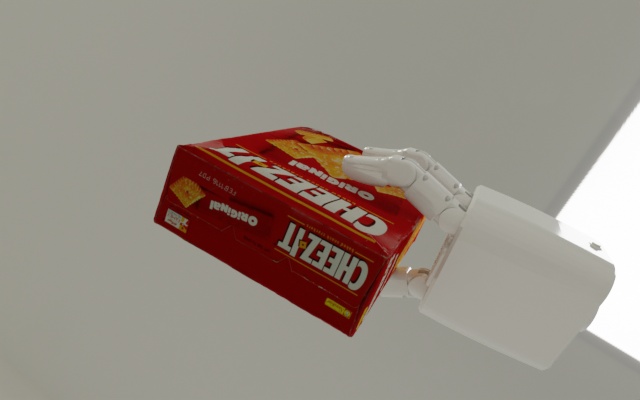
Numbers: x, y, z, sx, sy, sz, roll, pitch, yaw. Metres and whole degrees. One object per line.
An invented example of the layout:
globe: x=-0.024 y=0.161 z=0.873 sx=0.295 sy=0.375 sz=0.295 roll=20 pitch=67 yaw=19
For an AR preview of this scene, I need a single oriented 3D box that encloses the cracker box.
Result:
cracker box: x=0.000 y=0.001 z=0.404 sx=0.164 sy=0.072 sz=0.213 roll=27 pitch=20 yaw=14
